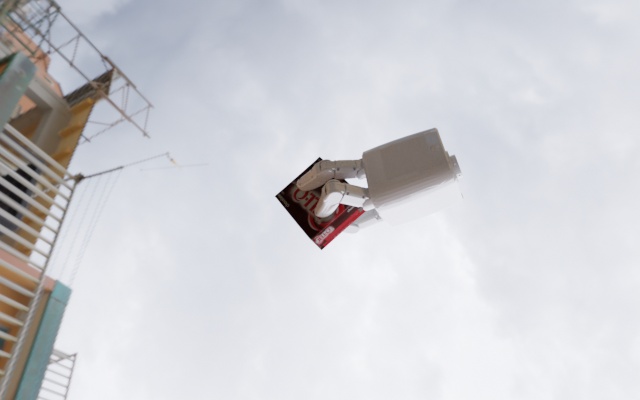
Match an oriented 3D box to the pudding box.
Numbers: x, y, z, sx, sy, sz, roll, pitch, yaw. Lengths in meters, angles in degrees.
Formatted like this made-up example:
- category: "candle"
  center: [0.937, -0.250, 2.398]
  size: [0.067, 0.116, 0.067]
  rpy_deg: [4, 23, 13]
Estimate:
- category: "pudding box"
  center: [0.000, 0.002, 0.673]
  size: [0.113, 0.090, 0.039]
  rpy_deg: [46, -4, 45]
